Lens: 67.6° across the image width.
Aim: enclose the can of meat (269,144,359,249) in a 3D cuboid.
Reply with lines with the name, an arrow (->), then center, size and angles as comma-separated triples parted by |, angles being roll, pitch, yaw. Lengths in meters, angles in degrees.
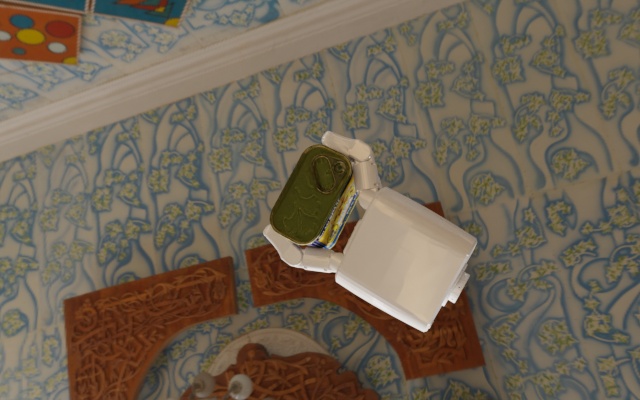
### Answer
can of meat -> 0.000, 0.002, 0.517 | 0.057, 0.102, 0.084 | 26, -4, 19
